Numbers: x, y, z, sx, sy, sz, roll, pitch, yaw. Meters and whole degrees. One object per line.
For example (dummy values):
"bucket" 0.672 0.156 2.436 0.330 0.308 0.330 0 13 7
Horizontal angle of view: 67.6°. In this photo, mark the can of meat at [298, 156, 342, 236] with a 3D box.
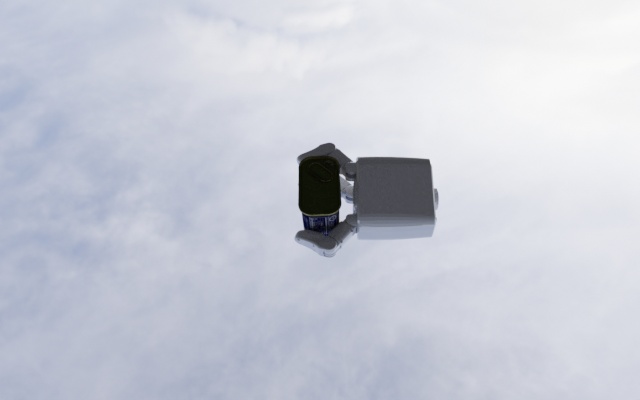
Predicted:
"can of meat" 0.000 0.002 0.677 0.057 0.102 0.084 -3 -37 1
